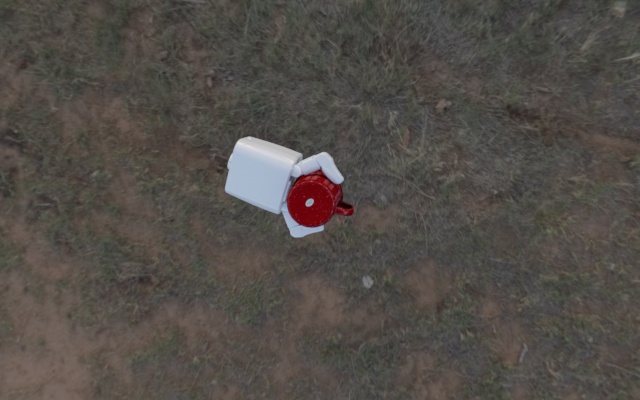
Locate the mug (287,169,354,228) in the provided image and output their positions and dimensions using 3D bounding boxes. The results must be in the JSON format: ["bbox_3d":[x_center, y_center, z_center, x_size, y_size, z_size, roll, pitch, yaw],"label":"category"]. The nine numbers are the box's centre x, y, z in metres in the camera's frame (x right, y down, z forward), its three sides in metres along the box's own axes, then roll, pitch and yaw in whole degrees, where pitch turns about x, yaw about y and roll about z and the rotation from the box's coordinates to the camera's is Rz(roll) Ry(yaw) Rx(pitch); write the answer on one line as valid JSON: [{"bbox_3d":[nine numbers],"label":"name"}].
[{"bbox_3d":[0.001,0.003,0.810,0.117,0.093,0.081,20,14,3],"label":"mug"}]
